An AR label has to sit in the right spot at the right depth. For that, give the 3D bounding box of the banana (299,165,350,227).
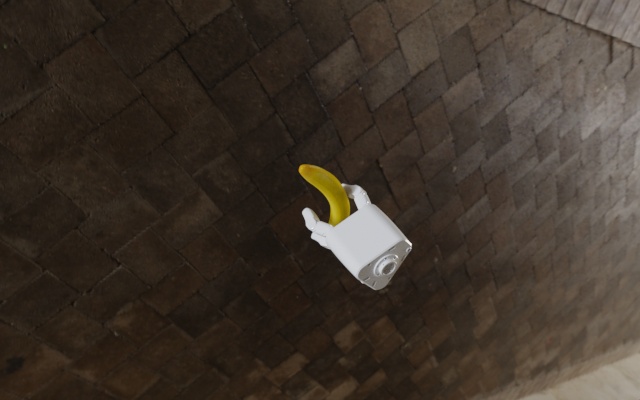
[{"bbox_3d":[0.017,-0.004,0.903,0.069,0.198,0.037,-29,45,-9],"label":"banana"}]
